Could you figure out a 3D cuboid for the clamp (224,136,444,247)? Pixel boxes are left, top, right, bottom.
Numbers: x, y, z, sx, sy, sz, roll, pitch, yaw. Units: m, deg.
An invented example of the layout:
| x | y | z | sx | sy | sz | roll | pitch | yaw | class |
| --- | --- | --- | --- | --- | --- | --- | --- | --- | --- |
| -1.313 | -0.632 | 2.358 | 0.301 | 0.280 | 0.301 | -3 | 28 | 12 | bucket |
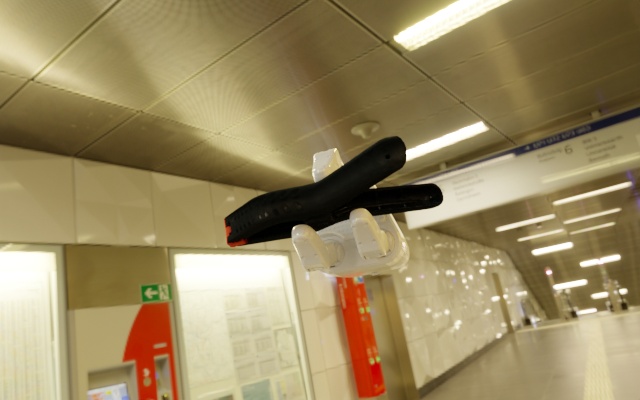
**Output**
| x | y | z | sx | sy | sz | roll | pitch | yaw | class |
| --- | --- | --- | --- | --- | --- | --- | --- | --- | --- |
| -0.001 | 0.001 | 0.426 | 0.210 | 0.036 | 0.164 | -14 | -18 | 13 | clamp |
